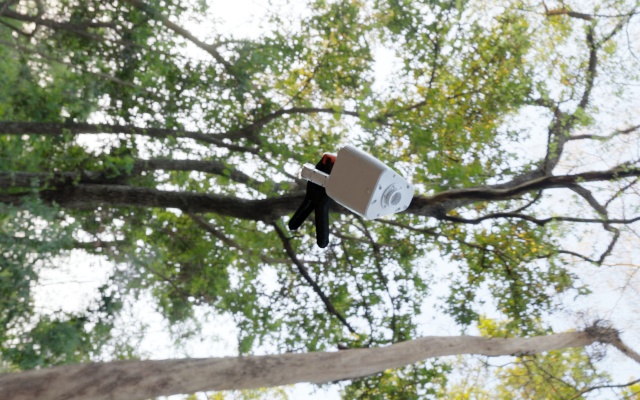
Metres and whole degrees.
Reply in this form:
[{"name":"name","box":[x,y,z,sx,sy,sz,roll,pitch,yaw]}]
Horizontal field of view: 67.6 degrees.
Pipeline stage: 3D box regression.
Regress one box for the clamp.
[{"name":"clamp","box":[0.001,0.003,0.890,0.039,0.171,0.120,6,21,-43]}]
